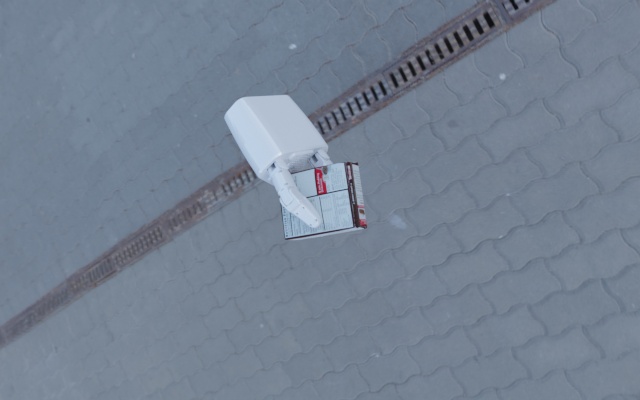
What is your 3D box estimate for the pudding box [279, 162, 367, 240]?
[{"bbox_3d":[0.000,0.002,0.635,0.113,0.090,0.039,-12,-7,31],"label":"pudding box"}]
